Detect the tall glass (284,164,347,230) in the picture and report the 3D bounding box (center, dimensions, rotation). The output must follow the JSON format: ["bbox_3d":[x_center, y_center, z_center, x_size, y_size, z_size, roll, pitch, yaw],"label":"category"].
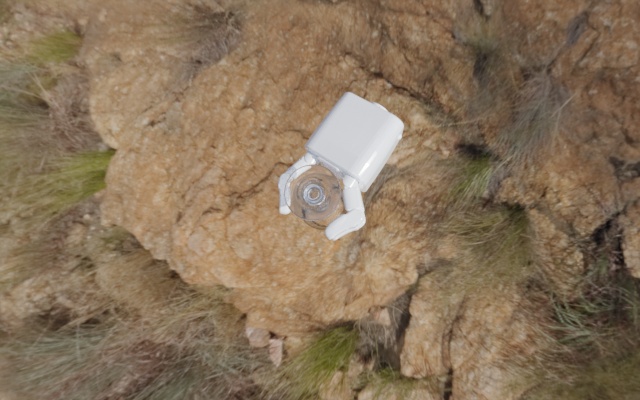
[{"bbox_3d":[0.000,0.002,0.713,0.079,0.079,0.201,0,-8,6],"label":"tall glass"}]
